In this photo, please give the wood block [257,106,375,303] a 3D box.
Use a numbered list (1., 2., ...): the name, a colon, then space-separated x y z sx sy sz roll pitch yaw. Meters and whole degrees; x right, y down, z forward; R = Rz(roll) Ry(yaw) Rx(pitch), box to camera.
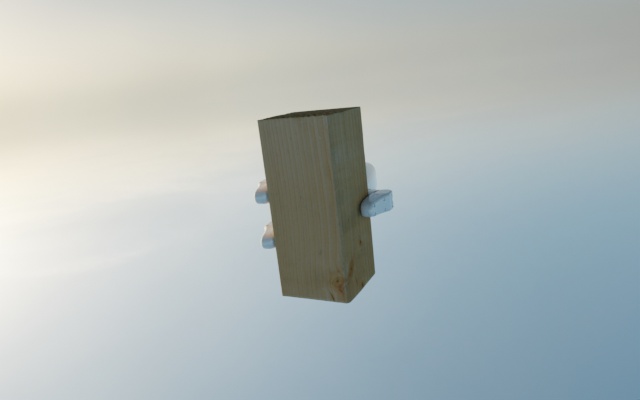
1. wood block: 0.001 0.002 0.554 0.091 0.206 0.090 0 16 27
